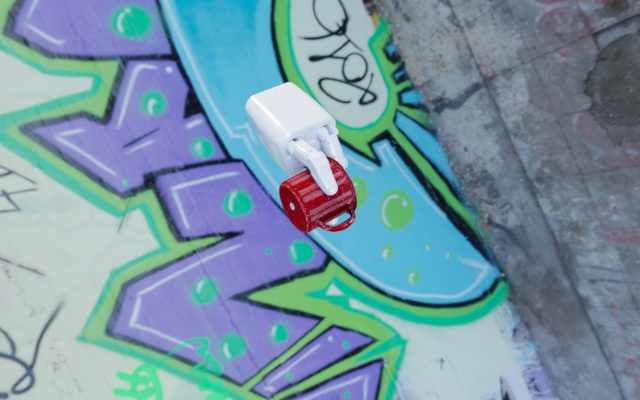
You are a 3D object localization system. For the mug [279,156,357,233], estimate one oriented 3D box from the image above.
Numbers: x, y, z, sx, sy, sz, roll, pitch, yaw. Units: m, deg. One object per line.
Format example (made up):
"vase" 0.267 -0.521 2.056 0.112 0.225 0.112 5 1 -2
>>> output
"mug" 0.001 0.003 0.681 0.081 0.093 0.117 -28 56 -22
